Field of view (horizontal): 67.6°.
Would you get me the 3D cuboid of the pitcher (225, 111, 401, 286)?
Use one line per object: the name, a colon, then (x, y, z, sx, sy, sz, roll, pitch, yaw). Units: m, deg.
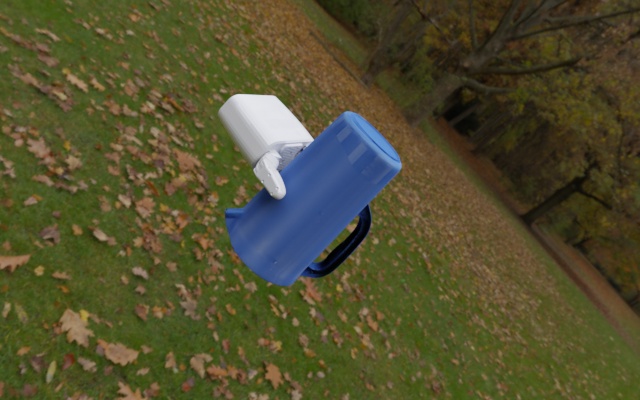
pitcher: (0.000, 0.002, 0.672, 0.243, 0.145, 0.149, -44, -20, 18)
